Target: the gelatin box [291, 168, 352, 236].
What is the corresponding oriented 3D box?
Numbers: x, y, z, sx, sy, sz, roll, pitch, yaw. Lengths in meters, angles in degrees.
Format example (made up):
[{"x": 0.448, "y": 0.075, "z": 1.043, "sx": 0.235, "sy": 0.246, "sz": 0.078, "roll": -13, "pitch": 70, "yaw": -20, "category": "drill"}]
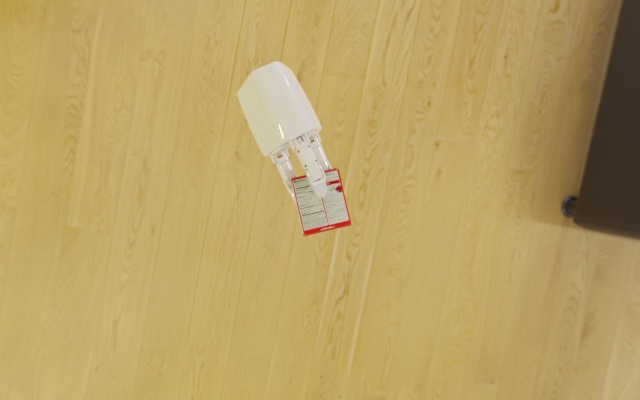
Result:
[{"x": 0.000, "y": 0.003, "z": 0.712, "sx": 0.073, "sy": 0.089, "sz": 0.030, "roll": -13, "pitch": -2, "yaw": -6, "category": "gelatin box"}]
